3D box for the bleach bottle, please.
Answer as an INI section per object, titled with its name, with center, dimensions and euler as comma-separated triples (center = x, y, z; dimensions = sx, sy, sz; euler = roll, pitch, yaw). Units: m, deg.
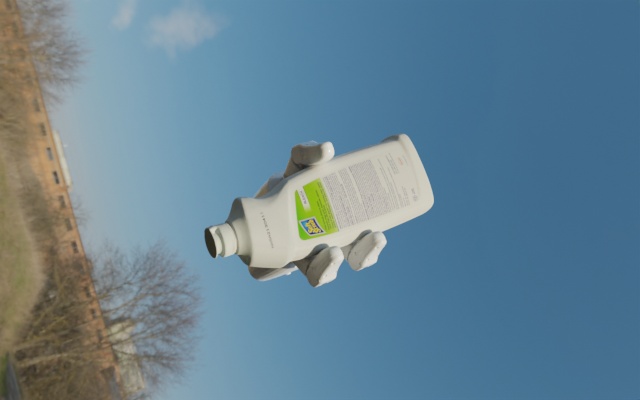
[bleach bottle]
center = 0.000, 0.002, 0.498
dimensions = 0.251, 0.102, 0.068
euler = -16, -11, -31
